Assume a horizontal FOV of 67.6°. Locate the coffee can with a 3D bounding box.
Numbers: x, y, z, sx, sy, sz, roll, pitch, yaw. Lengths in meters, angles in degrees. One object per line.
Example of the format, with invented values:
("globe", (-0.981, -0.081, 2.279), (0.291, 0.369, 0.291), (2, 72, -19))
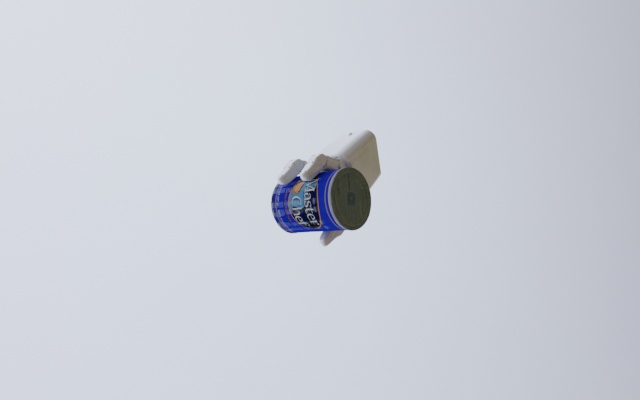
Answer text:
("coffee can", (0.000, 0.003, 0.812), (0.140, 0.103, 0.103), (-6, -4, 43))
